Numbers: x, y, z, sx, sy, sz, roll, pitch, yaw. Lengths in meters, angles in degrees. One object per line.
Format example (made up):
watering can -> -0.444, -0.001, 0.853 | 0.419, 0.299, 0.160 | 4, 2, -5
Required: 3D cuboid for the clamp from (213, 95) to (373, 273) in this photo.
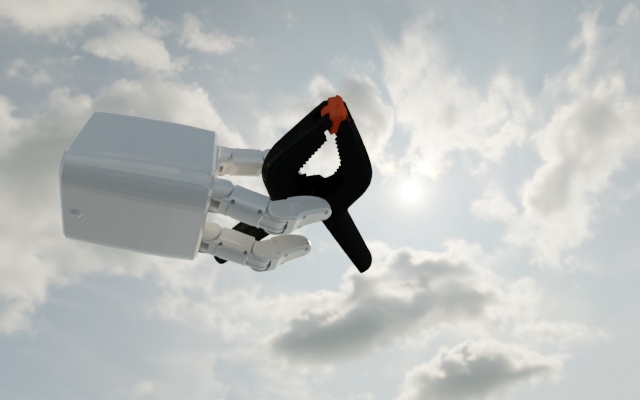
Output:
clamp -> 0.000, 0.000, 0.435 | 0.164, 0.036, 0.210 | 10, -45, -17
